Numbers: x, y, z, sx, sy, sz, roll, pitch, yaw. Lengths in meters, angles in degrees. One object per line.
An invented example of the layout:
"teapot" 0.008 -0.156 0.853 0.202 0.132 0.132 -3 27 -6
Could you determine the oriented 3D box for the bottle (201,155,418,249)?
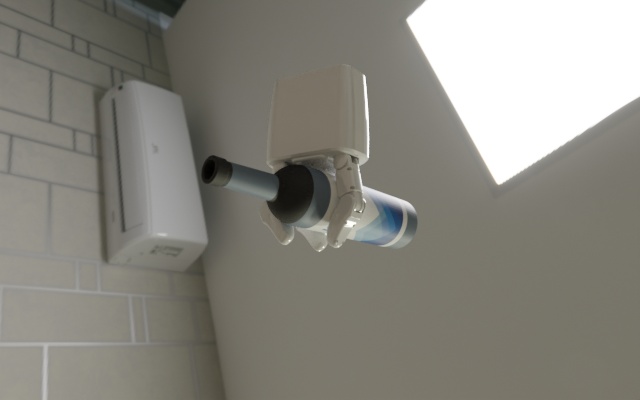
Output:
"bottle" 0.000 0.002 0.538 0.069 0.069 0.296 0 -12 45
